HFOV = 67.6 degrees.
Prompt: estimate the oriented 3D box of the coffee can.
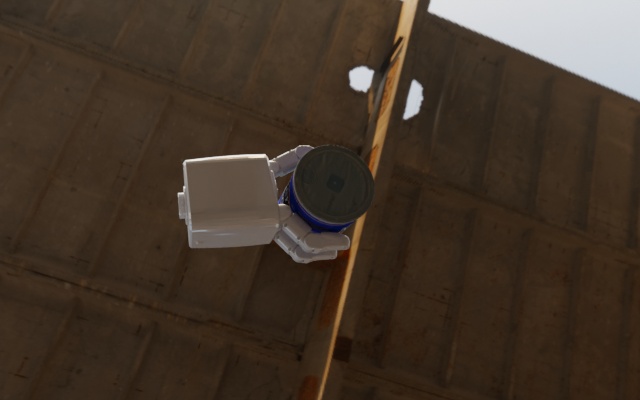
[{"bbox_3d":[0.000,0.002,0.640,0.103,0.102,0.140,0,-20,-16],"label":"coffee can"}]
